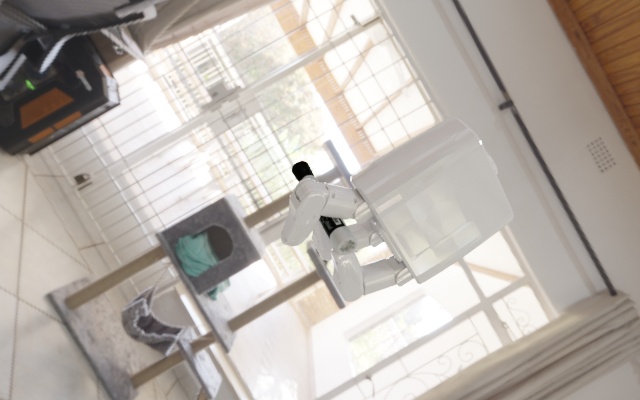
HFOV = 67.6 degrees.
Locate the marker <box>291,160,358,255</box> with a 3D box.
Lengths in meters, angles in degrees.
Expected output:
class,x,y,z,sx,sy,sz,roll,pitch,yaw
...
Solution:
class,x,y,z,sx,sy,sz,roll,pitch,yaw
marker,0.000,0.001,0.424,0.020,0.020,0.121,0,36,-26
